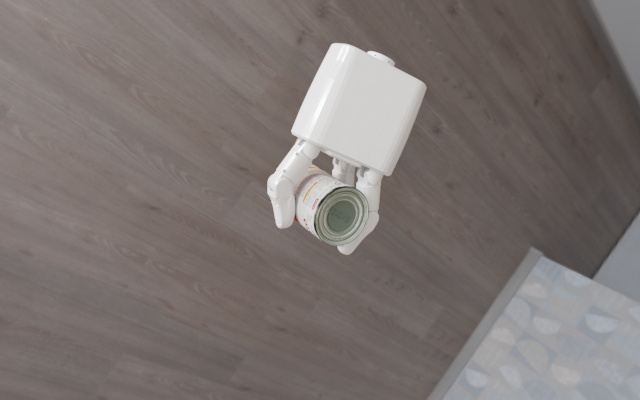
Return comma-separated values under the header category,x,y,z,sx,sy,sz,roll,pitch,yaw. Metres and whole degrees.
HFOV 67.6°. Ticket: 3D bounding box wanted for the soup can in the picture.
category,x,y,z,sx,sy,sz,roll,pitch,yaw
soup can,0.000,0.002,0.535,0.068,0.068,0.102,0,18,-30
